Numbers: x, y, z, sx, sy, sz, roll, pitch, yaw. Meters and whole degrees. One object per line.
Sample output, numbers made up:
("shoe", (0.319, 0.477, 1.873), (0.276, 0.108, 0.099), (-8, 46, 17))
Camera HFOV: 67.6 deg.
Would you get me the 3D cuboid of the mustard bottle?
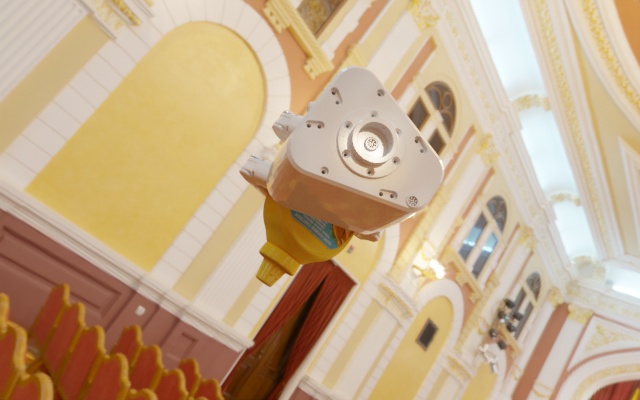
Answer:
("mustard bottle", (0.000, 0.001, 0.471), (0.096, 0.191, 0.058), (43, -17, -27))
